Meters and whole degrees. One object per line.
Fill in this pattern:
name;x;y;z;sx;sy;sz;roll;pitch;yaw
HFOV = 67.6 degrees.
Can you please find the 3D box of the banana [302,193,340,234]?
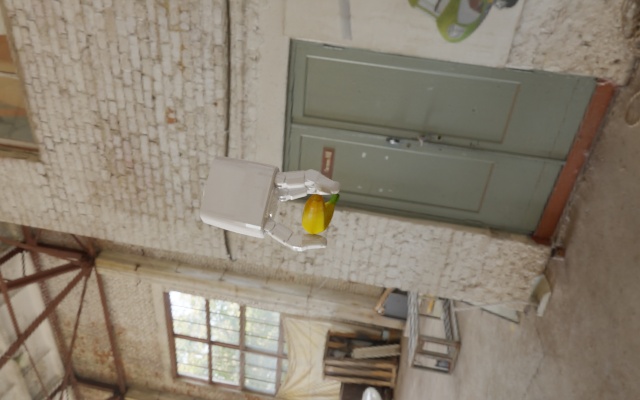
banana;-0.004;0.020;0.740;0.037;0.069;0.198;16;4;7
